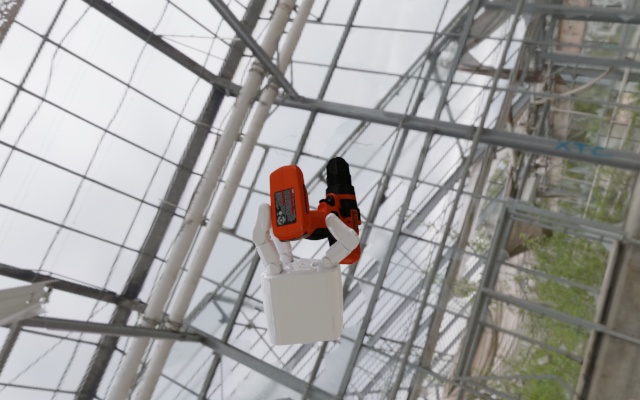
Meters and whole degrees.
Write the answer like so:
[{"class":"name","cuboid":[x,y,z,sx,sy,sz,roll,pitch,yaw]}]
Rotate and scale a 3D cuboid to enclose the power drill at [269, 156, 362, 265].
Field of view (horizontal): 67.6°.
[{"class":"power drill","cuboid":[0.000,0.003,0.738,0.057,0.184,0.188,-17,-19,31]}]
